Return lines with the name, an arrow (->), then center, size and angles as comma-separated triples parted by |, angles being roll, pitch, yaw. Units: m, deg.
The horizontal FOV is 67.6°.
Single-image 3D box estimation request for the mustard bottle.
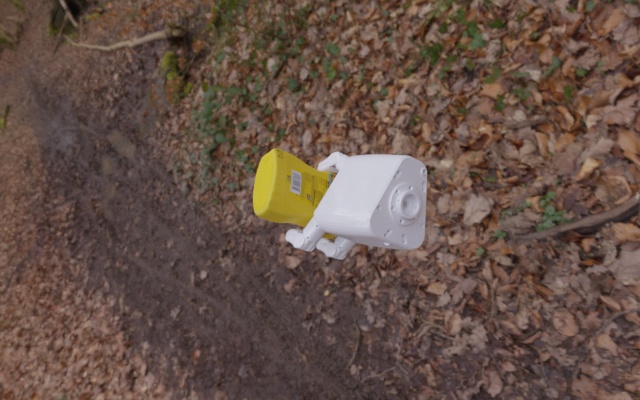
mustard bottle -> 0.000, 0.002, 0.681 | 0.192, 0.096, 0.058 | 21, -33, -32
